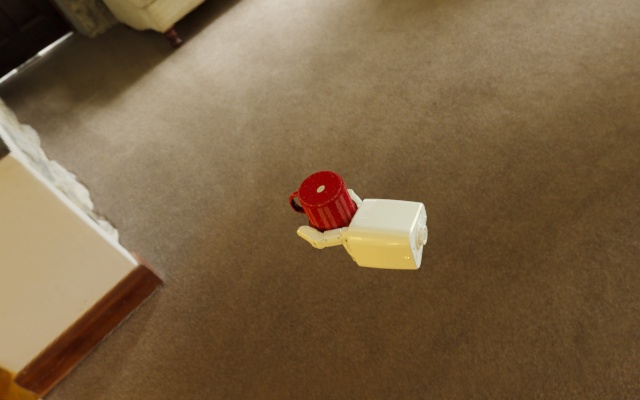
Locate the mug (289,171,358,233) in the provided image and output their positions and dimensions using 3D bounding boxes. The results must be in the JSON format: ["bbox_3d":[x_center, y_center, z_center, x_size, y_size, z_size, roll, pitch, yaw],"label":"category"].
[{"bbox_3d":[-0.001,0.002,0.829,0.117,0.093,0.082,2,-37,25],"label":"mug"}]
